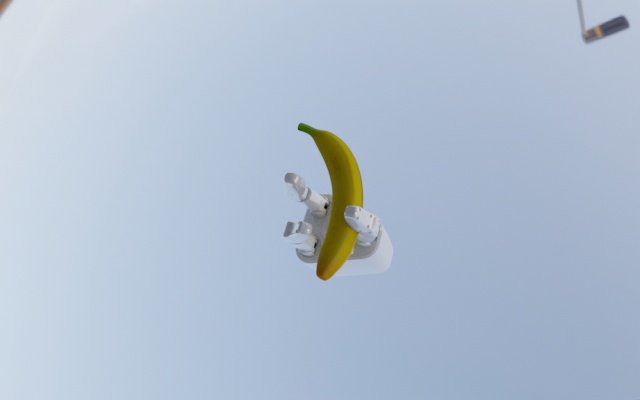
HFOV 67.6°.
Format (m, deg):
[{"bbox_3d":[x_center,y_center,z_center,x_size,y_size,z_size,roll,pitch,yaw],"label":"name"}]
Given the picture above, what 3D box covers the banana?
[{"bbox_3d":[0.018,-0.004,0.573,0.069,0.197,0.037,-9,-19,2],"label":"banana"}]
